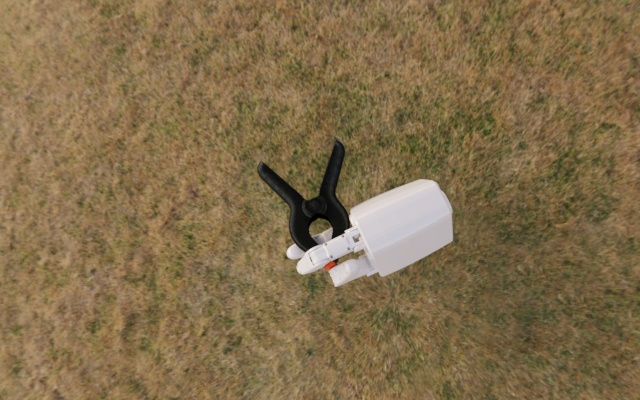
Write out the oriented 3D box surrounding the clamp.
[{"bbox_3d":[0.000,0.002,0.625,0.120,0.171,0.039,-26,-14,3],"label":"clamp"}]
